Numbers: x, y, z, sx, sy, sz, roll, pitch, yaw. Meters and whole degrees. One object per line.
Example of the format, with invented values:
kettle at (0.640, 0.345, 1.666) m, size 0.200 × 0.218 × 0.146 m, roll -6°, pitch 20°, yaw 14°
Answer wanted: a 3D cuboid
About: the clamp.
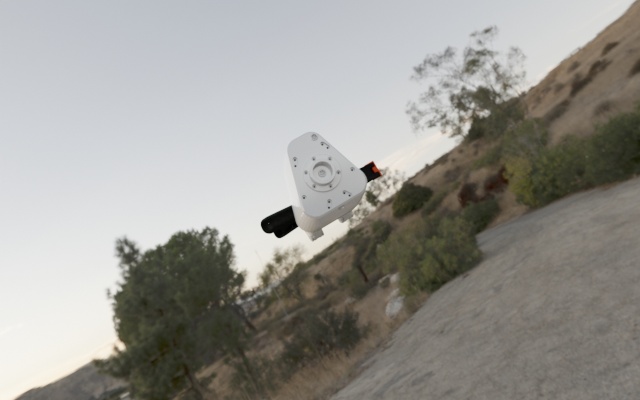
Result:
clamp at (0.000, 0.002, 0.769) m, size 0.210 × 0.036 × 0.164 m, roll -30°, pitch -6°, yaw -9°
